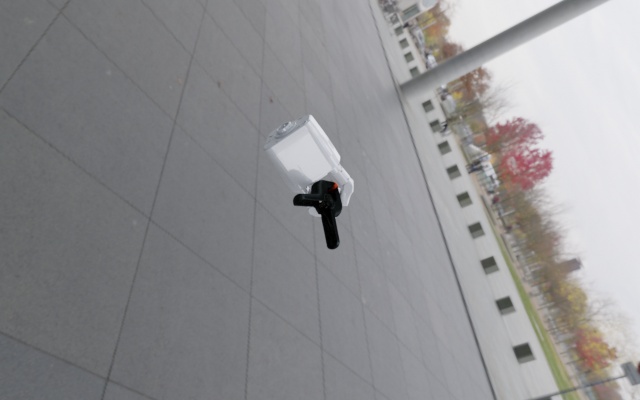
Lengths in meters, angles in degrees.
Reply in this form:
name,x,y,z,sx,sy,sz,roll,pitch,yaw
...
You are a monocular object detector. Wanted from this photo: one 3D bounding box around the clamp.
name,x,y,z,sx,sy,sz,roll,pitch,yaw
clamp,0.001,0.003,0.899,0.039,0.120,0.171,-27,26,20
